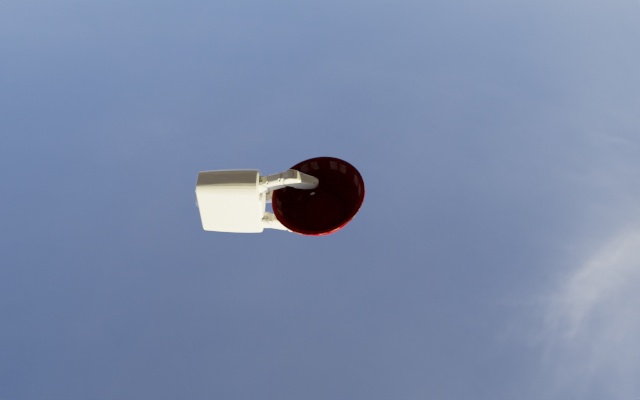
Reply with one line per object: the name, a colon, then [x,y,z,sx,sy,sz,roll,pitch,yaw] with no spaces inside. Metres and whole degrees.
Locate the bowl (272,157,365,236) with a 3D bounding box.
bowl: [0.001,0.003,0.824,0.162,0.162,0.055,0,-34,15]
